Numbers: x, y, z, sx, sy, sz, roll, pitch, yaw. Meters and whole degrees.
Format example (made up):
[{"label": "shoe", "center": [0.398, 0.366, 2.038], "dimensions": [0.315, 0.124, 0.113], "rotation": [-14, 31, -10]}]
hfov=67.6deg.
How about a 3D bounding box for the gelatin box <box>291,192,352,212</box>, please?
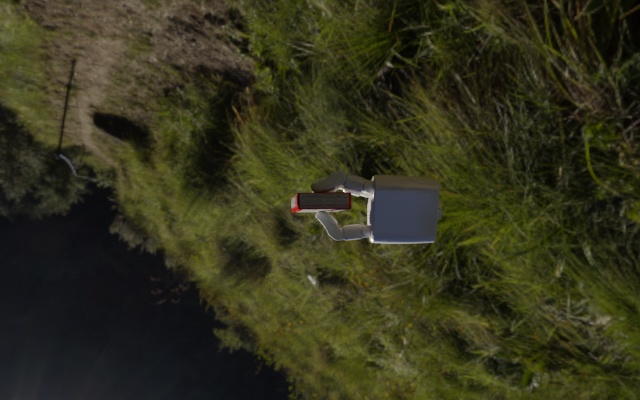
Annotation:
[{"label": "gelatin box", "center": [0.000, 0.003, 0.790], "dimensions": [0.089, 0.030, 0.073], "rotation": [-1, -4, -12]}]
